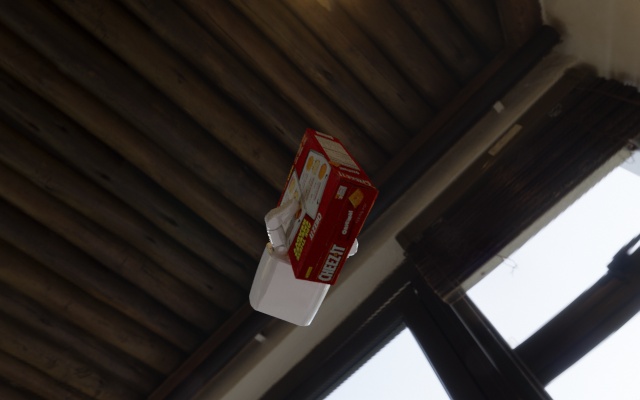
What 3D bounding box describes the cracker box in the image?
[{"bbox_3d":[0.000,0.002,0.743,0.072,0.164,0.213,15,22,-21],"label":"cracker box"}]
